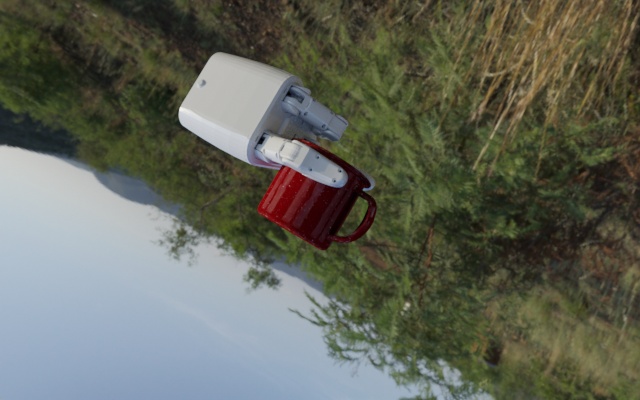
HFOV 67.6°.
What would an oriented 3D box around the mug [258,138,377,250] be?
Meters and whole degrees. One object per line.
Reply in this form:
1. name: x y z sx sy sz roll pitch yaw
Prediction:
1. mug: 0.001 0.002 0.471 0.117 0.081 0.093 27 -6 27
